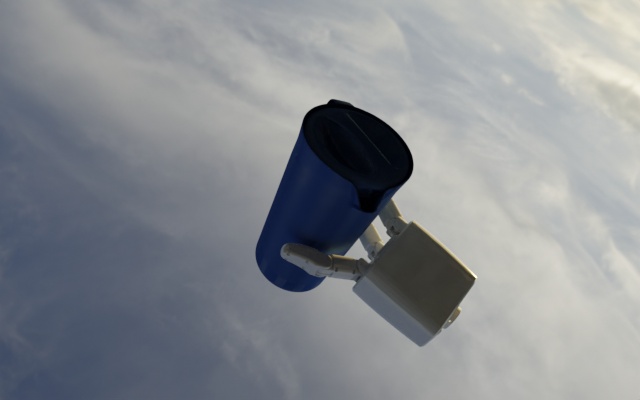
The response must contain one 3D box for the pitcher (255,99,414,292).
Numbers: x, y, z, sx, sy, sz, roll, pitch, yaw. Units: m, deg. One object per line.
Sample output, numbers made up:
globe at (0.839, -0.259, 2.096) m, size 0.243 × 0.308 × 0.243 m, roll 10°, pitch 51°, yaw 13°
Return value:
pitcher at (0.000, 0.002, 0.603) m, size 0.145 × 0.243 × 0.149 m, roll 39°, pitch 43°, yaw 10°
